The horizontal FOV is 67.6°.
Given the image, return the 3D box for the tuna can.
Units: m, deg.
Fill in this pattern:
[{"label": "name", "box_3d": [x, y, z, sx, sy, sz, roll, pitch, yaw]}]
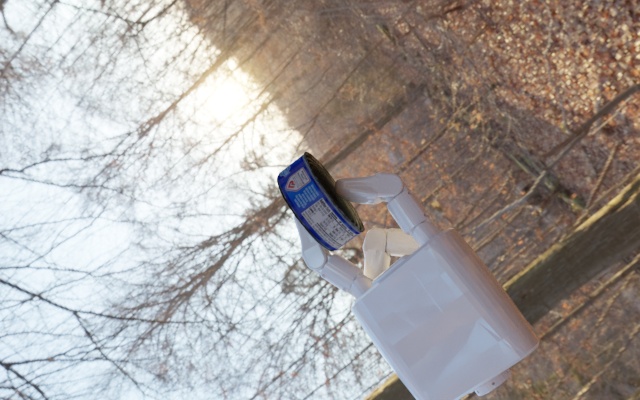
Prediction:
[{"label": "tuna can", "box_3d": [0.000, 0.002, 0.417, 0.034, 0.086, 0.086, -37, -7, 10]}]
